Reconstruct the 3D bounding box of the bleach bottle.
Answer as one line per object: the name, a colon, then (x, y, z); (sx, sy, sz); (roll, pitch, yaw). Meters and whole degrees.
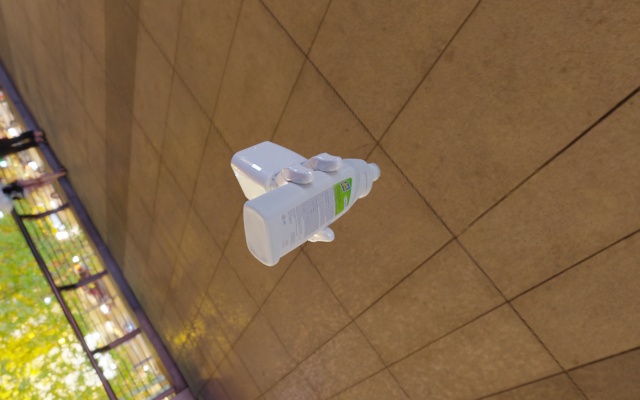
bleach bottle: (0.000, 0.002, 0.754); (0.250, 0.103, 0.068); (-27, 41, -34)
